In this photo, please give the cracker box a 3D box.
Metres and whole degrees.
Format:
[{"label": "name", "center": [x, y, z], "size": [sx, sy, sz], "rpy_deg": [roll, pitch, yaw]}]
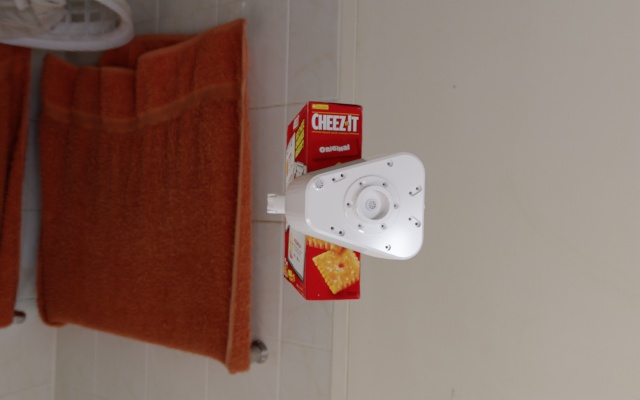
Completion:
[{"label": "cracker box", "center": [0.000, 0.002, 0.589], "size": [0.072, 0.213, 0.164], "rpy_deg": [2, -1, -12]}]
